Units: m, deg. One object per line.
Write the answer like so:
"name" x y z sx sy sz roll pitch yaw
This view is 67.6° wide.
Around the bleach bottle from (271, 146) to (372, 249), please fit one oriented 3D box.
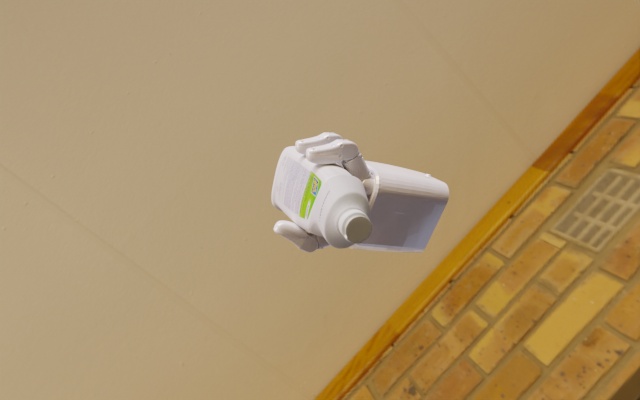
"bleach bottle" 0.000 0.002 0.583 0.068 0.102 0.250 7 14 -19
